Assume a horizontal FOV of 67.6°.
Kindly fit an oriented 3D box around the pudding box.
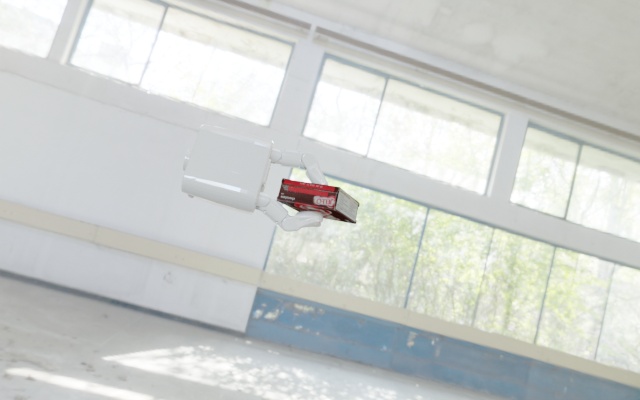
[{"bbox_3d":[0.000,0.002,0.703,0.090,0.039,0.113,11,-6,22],"label":"pudding box"}]
